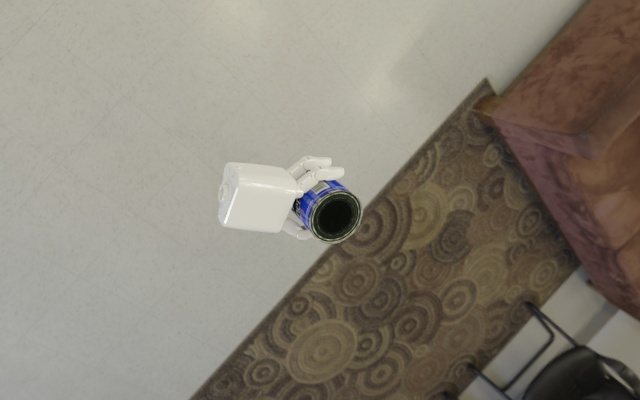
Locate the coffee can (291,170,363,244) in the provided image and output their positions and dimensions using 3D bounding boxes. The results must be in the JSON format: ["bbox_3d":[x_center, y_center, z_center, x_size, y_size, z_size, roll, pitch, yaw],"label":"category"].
[{"bbox_3d":[0.000,0.003,0.881,0.103,0.103,0.140,0,22,-26],"label":"coffee can"}]
